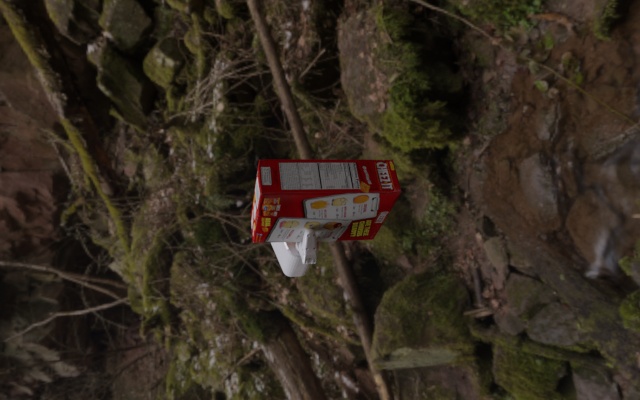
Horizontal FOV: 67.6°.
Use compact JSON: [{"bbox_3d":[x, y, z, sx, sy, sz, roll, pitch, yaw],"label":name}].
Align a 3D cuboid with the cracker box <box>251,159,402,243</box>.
[{"bbox_3d":[0.000,0.003,0.770,0.214,0.072,0.164,-1,-30,-13],"label":"cracker box"}]
